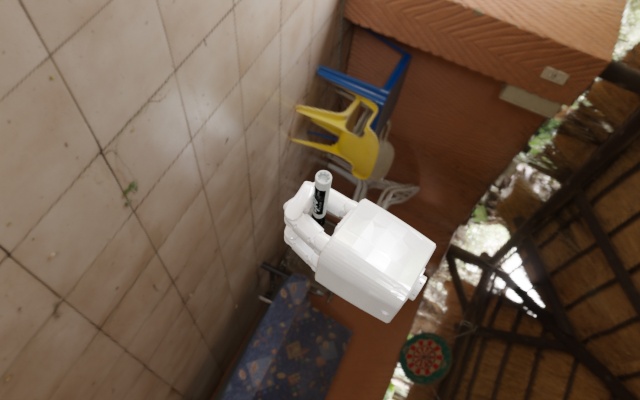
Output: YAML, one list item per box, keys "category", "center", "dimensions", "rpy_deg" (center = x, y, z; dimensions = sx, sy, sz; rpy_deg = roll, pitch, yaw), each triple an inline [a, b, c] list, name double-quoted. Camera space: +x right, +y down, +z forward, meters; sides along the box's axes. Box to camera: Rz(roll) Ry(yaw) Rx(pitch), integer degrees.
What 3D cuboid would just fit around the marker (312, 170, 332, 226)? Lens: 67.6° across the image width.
- category: "marker"
  center: [0.000, 0.002, 0.581]
  dimensions: [0.020, 0.020, 0.121]
  rpy_deg: [0, -27, -4]
